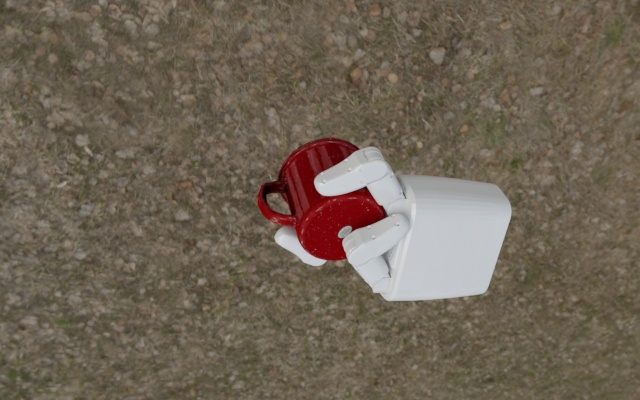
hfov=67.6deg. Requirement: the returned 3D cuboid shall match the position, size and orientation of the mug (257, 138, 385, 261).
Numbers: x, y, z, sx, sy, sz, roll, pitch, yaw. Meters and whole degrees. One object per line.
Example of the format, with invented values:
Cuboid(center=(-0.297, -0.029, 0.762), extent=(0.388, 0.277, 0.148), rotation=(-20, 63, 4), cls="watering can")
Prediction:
Cuboid(center=(-0.001, 0.001, 0.445), extent=(0.117, 0.093, 0.081), rotation=(1, 39, -17), cls="mug")
